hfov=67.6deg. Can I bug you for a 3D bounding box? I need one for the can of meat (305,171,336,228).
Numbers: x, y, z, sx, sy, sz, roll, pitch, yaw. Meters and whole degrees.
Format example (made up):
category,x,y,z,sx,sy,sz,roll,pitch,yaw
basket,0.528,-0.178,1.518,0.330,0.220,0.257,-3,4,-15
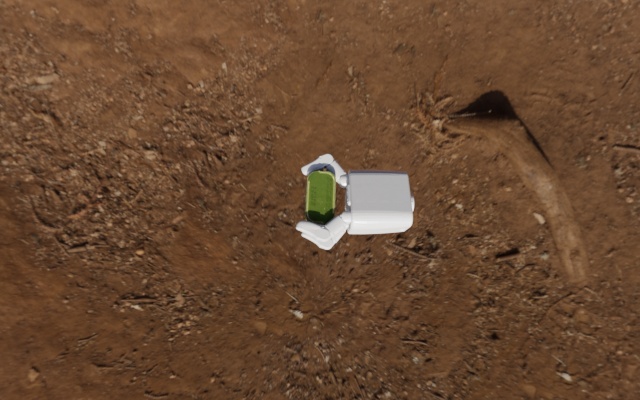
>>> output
category,x,y,z,sx,sy,sz,roll,pitch,yaw
can of meat,0.000,0.003,0.867,0.057,0.102,0.084,2,-12,-1
